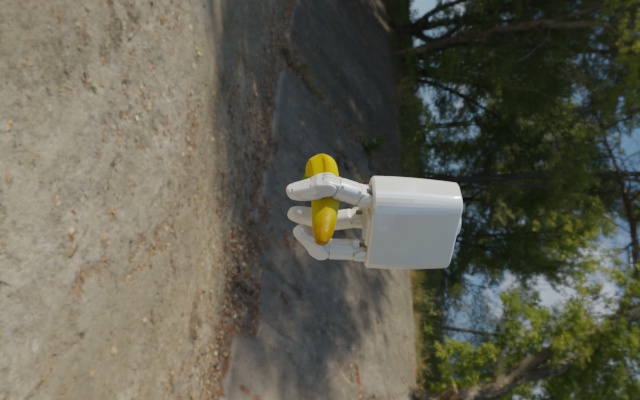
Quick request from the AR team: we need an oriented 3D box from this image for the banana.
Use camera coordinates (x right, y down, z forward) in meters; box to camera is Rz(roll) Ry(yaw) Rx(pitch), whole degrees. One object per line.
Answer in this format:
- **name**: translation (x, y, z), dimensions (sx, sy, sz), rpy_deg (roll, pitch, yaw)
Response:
- **banana**: translation (0.003, -0.016, 0.619), dimensions (0.037, 0.070, 0.197), rpy_deg (7, 23, -8)
